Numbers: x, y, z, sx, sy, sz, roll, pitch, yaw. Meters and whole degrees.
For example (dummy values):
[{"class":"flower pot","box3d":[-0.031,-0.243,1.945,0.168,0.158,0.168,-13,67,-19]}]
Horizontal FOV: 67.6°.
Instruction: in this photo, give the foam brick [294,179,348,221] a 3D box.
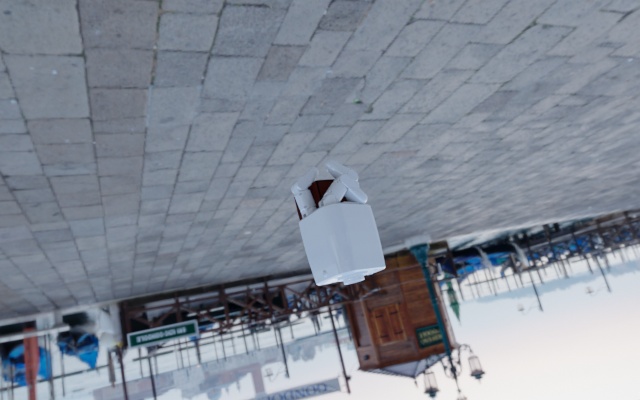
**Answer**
[{"class":"foam brick","box3d":[0.000,0.003,0.796,0.053,0.051,0.078,-6,-17,-34]}]
